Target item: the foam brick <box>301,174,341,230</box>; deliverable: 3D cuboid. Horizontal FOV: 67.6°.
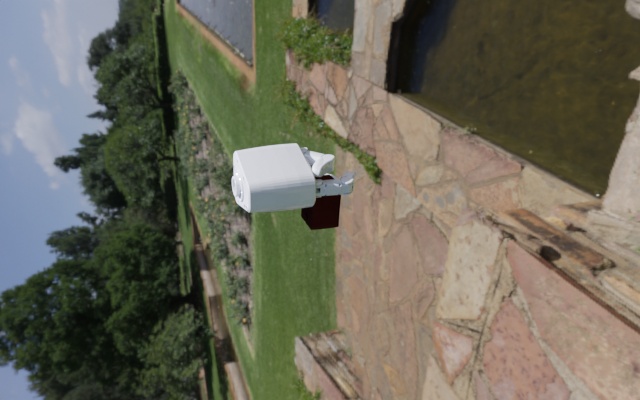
[{"bbox_3d":[0.000,0.003,0.802,0.051,0.078,0.053,-8,29,-22],"label":"foam brick"}]
